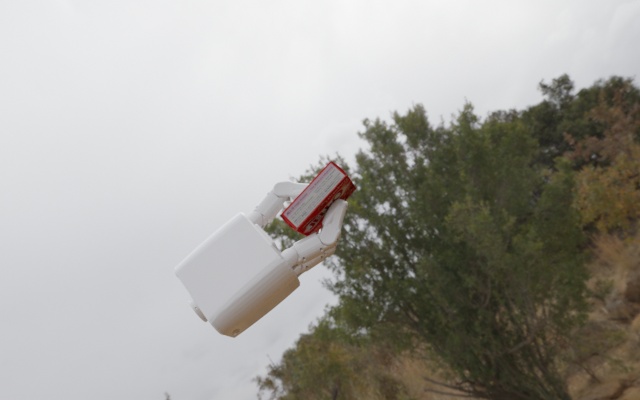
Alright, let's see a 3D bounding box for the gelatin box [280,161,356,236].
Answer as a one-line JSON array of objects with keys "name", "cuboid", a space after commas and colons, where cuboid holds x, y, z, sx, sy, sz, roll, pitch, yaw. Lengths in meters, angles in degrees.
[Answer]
[{"name": "gelatin box", "cuboid": [0.000, 0.001, 0.572, 0.030, 0.089, 0.073, 42, 0, 17]}]
